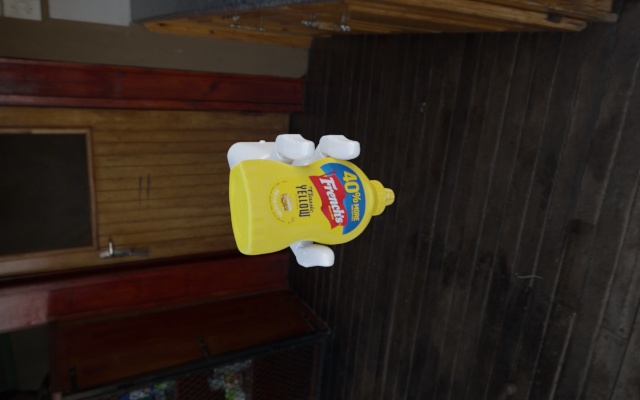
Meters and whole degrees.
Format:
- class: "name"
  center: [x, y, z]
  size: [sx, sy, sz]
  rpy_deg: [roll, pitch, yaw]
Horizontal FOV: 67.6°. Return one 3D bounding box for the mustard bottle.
- class: "mustard bottle"
  center: [0.000, 0.002, 0.525]
  size: [0.191, 0.096, 0.058]
  rpy_deg: [-4, -6, -30]
